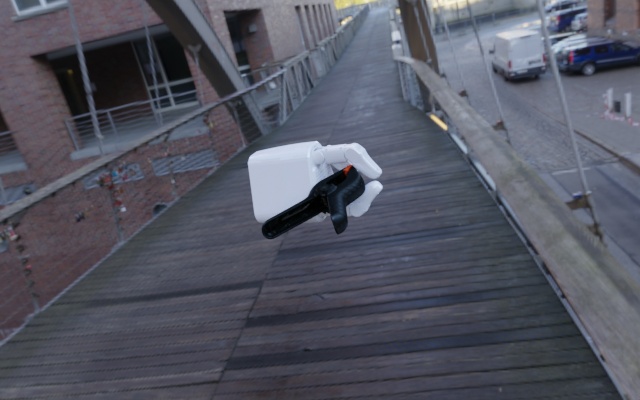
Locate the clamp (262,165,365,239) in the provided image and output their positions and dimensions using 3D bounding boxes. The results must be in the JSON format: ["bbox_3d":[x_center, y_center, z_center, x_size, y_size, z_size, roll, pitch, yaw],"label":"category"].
[{"bbox_3d":[0.000,0.001,0.628,0.120,0.039,0.171,-5,22,24],"label":"clamp"}]
